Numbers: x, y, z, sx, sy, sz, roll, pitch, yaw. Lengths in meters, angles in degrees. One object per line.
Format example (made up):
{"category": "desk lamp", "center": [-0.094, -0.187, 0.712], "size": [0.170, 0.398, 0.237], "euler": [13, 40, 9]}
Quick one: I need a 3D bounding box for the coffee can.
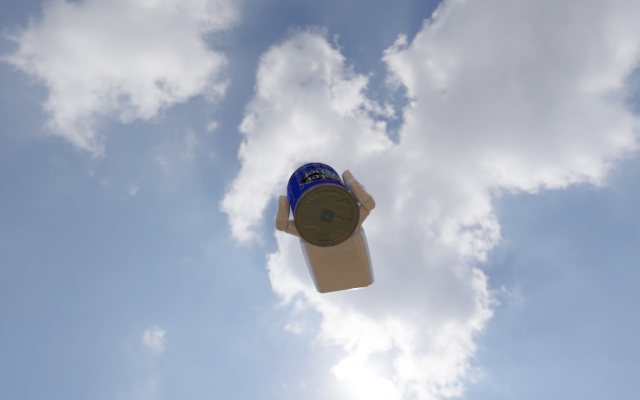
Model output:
{"category": "coffee can", "center": [0.000, 0.002, 0.794], "size": [0.103, 0.103, 0.140], "euler": [0, 19, -9]}
